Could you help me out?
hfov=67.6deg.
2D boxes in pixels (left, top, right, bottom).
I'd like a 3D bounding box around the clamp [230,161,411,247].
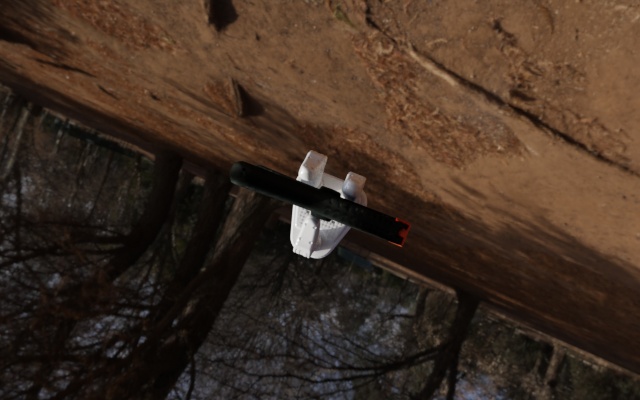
[{"bbox_3d":[0.000,0.003,0.538,0.210,0.036,0.164,22,3,6],"label":"clamp"}]
